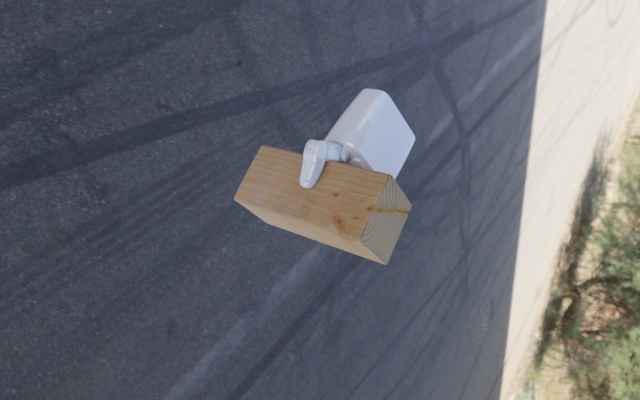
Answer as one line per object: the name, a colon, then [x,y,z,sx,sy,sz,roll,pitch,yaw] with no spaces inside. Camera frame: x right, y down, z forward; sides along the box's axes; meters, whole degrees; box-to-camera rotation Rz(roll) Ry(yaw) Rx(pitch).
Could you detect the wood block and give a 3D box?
wood block: [0.000,0.002,0.634,0.206,0.090,0.091,16,-17,34]
